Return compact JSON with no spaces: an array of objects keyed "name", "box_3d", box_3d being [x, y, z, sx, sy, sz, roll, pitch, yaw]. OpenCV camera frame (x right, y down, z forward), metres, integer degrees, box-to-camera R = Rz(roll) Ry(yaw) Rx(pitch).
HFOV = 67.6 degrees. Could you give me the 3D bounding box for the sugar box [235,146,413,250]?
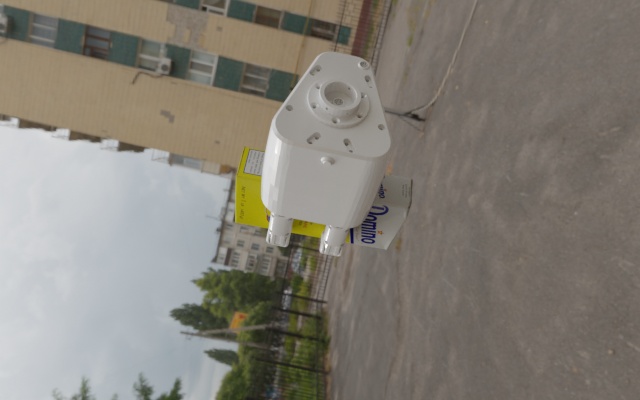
[{"name":"sugar box","box_3d":[0.000,0.002,0.510,0.176,0.048,0.093,12,-34,-2]}]
